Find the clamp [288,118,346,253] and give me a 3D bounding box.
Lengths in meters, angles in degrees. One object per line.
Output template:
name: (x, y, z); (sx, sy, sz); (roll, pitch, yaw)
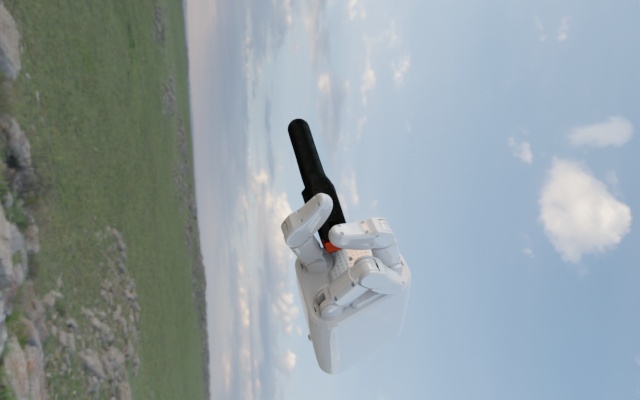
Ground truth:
clamp: (0.001, 0.002, 0.521); (0.039, 0.171, 0.120); (-18, -44, 1)
